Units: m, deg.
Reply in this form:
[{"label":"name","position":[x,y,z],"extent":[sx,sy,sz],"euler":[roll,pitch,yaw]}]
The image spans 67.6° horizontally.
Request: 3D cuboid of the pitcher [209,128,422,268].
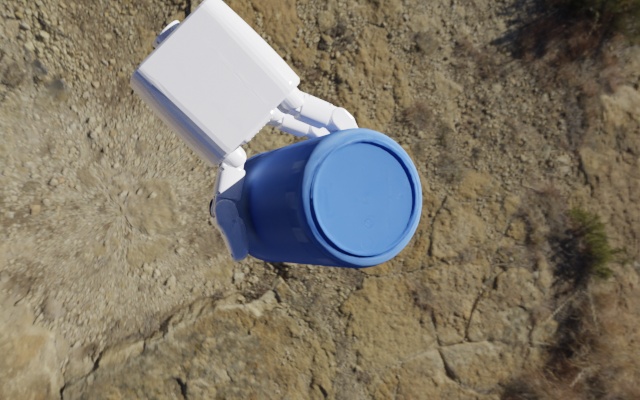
[{"label":"pitcher","position":[0.000,0.001,0.471],"extent":[0.145,0.149,0.243],"euler":[46,-17,-14]}]
